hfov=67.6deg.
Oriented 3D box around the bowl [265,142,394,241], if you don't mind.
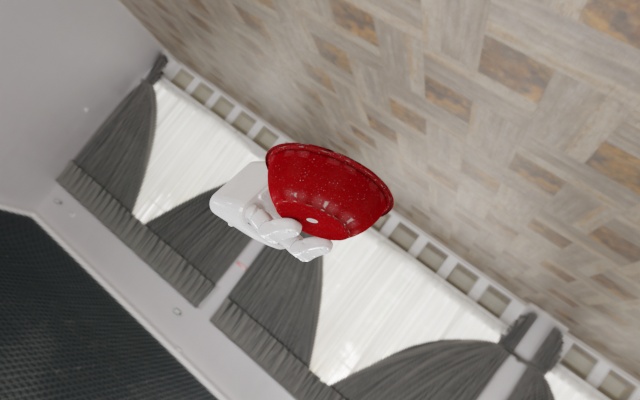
[{"bbox_3d":[0.001,0.002,0.554,0.162,0.055,0.162,19,-23,8],"label":"bowl"}]
